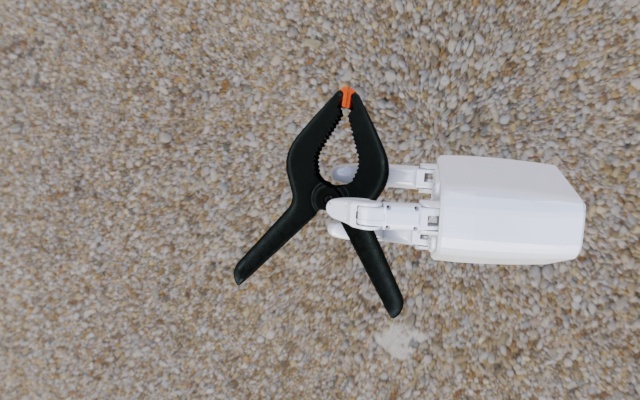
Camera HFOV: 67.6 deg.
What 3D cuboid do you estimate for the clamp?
[{"bbox_3d":[0.000,0.001,0.444,0.164,0.210,0.036,3,8,8],"label":"clamp"}]
